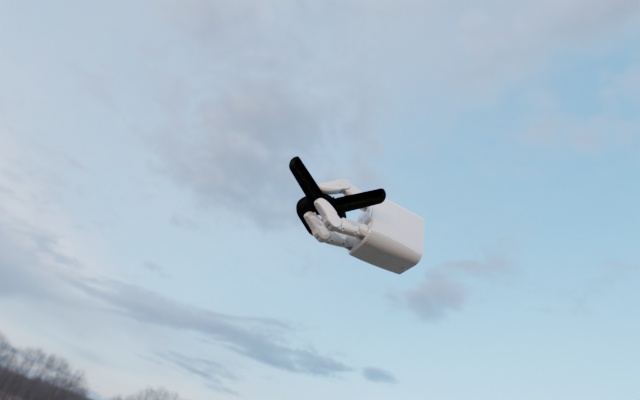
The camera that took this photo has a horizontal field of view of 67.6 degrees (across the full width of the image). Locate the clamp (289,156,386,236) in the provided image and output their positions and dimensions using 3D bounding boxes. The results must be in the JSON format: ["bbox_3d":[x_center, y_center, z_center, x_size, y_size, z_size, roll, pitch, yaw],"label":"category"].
[{"bbox_3d":[0.000,0.002,0.839,0.164,0.036,0.210,25,-32,-8],"label":"clamp"}]
